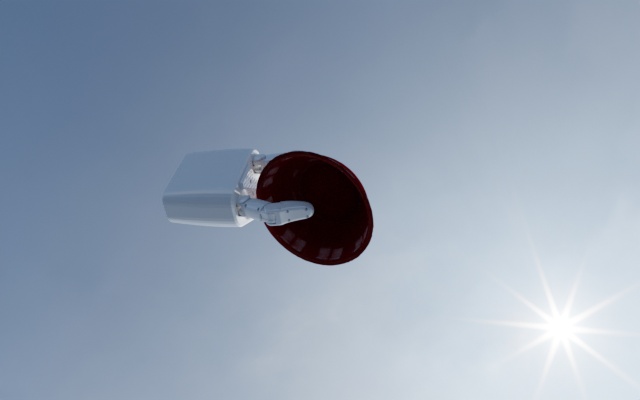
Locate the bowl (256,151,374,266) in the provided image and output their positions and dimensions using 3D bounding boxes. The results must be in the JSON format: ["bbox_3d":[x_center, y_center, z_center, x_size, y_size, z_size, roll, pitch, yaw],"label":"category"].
[{"bbox_3d":[0.001,0.002,0.610,0.162,0.162,0.055,0,28,29],"label":"bowl"}]
